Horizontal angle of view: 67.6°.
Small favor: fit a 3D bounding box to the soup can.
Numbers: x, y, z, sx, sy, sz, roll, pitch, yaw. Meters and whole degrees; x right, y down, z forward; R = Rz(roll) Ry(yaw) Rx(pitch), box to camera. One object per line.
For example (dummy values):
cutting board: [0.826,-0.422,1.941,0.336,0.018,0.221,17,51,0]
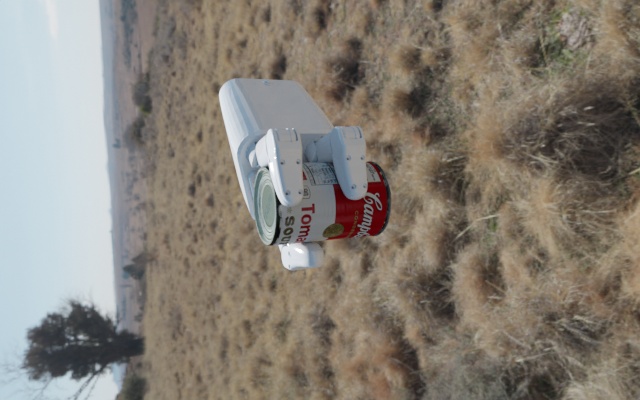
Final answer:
soup can: [0.000,0.002,0.411,0.102,0.068,0.068,-4,1,-23]
